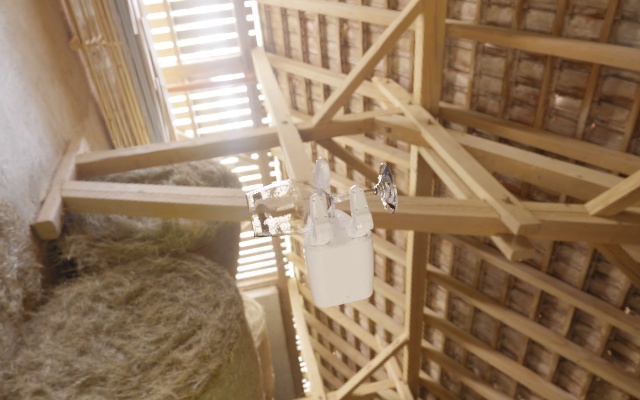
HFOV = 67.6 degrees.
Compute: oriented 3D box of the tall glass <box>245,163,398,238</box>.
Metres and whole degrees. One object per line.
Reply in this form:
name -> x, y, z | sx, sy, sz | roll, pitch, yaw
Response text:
tall glass -> 0.001, 0.002, 0.667 | 0.201, 0.079, 0.079 | -11, 2, -9
